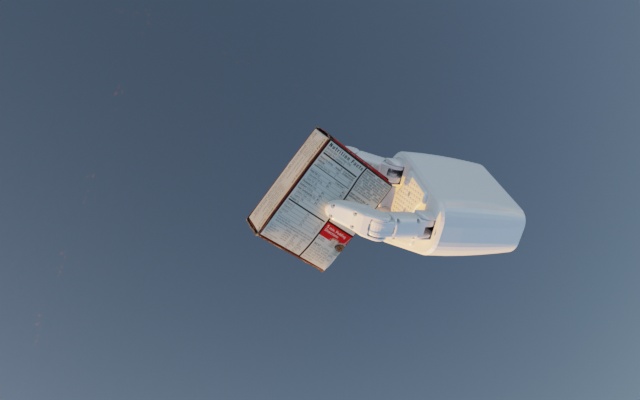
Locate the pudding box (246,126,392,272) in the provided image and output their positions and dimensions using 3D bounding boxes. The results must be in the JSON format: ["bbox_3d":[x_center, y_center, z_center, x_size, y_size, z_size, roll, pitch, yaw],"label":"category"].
[{"bbox_3d":[0.000,0.002,0.452,0.090,0.113,0.039,34,5,-31],"label":"pudding box"}]
